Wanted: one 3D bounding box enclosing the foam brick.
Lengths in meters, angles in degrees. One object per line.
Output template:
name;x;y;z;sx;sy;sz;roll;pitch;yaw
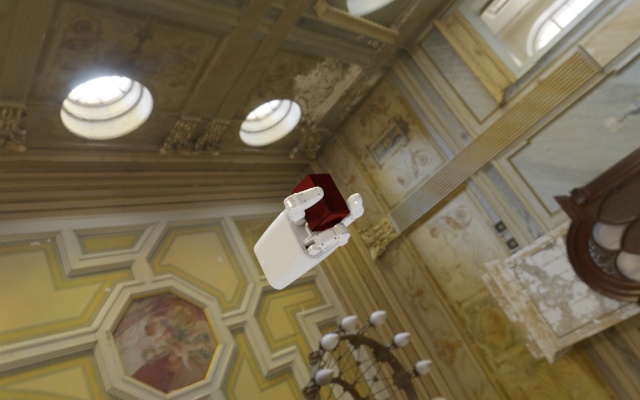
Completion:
foam brick;0.000;0.002;0.759;0.053;0.078;0.051;-3;-33;-46
